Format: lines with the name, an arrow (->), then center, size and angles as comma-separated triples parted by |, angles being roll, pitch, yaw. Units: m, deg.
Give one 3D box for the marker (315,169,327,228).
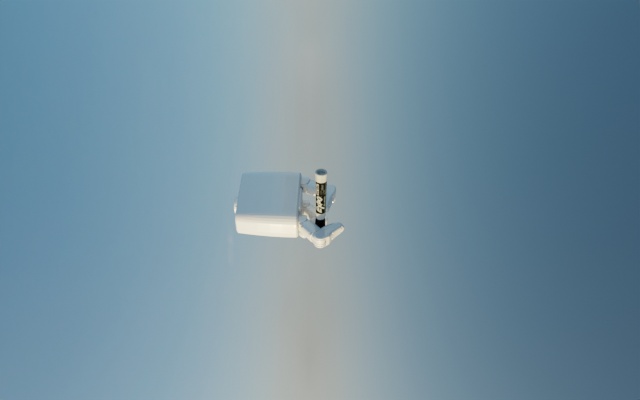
marker -> 0.000, 0.003, 0.773 | 0.020, 0.121, 0.020 | 1, 40, -1
